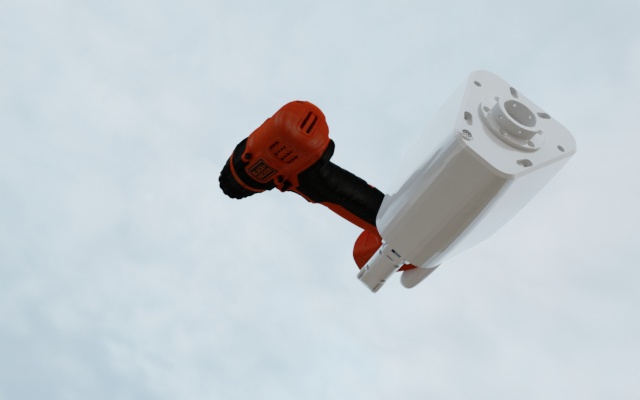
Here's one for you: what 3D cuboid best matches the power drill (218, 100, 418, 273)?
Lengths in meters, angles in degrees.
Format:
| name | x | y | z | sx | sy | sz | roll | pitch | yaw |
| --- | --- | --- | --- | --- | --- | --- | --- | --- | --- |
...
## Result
| name | x | y | z | sx | sy | sz | roll | pitch | yaw |
| --- | --- | --- | --- | --- | --- | --- | --- | --- | --- |
| power drill | 0.001 | 0.002 | 0.453 | 0.188 | 0.057 | 0.184 | 35 | -26 | -17 |
